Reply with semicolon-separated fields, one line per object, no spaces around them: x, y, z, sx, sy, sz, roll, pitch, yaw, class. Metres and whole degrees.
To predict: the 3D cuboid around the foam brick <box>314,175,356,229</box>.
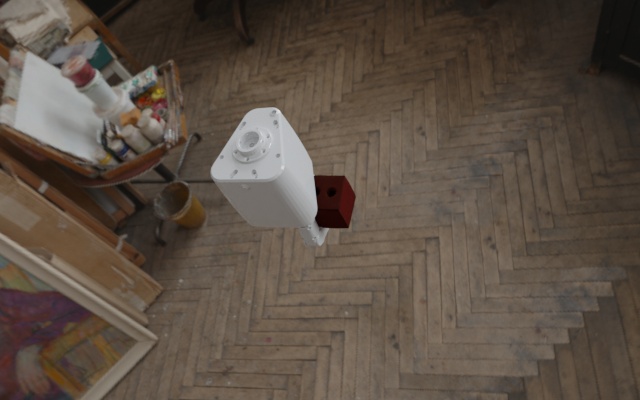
0.000;0.002;0.632;0.078;0.053;0.051;0;-31;20;foam brick
